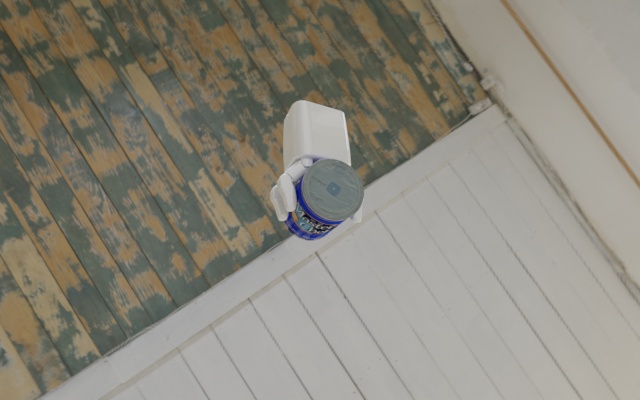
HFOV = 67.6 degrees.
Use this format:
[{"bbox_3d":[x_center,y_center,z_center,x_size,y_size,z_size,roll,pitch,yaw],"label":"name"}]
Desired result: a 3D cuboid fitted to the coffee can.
[{"bbox_3d":[0.000,0.003,0.812,0.103,0.102,0.140,0,-18,-19],"label":"coffee can"}]
